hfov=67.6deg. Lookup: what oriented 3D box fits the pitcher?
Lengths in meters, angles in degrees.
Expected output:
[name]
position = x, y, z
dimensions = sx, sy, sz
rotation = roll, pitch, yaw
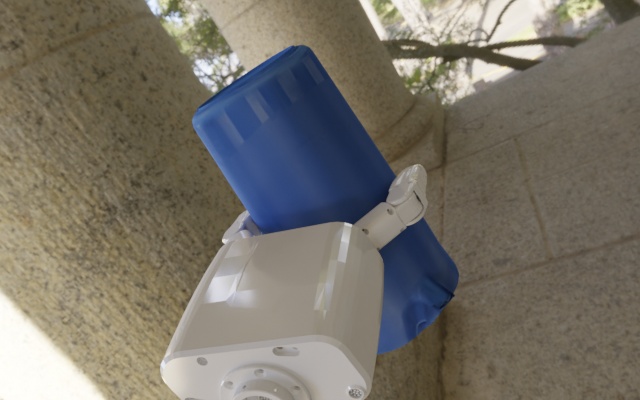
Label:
[pitcher]
position = 0.000, 0.001, 0.412
dimensions = 0.149, 0.243, 0.145
rotation = -26, 21, 21
